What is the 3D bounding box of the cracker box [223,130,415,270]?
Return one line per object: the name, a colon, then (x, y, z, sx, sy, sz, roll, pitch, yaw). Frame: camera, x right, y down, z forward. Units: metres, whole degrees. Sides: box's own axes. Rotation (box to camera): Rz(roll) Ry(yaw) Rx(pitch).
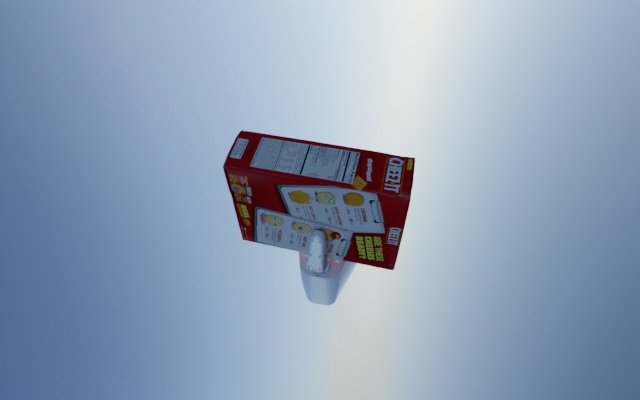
cracker box: (0.000, 0.002, 0.602, 0.213, 0.072, 0.164, 10, -35, 8)
